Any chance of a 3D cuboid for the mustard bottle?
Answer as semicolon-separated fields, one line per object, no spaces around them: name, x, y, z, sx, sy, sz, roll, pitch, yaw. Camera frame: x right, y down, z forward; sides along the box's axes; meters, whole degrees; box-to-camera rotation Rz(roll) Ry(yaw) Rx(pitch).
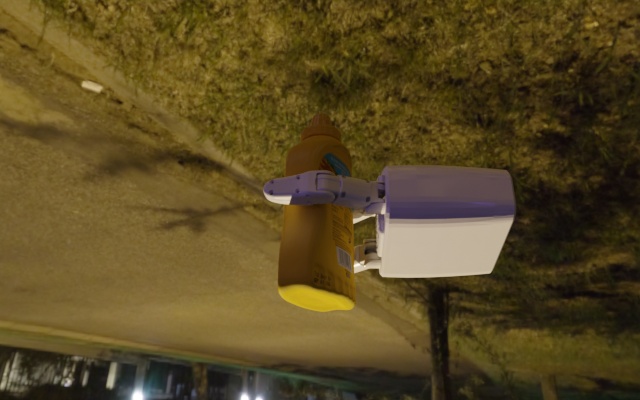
mustard bottle;0.000;0.002;0.452;0.058;0.191;0.096;-11;-27;25
